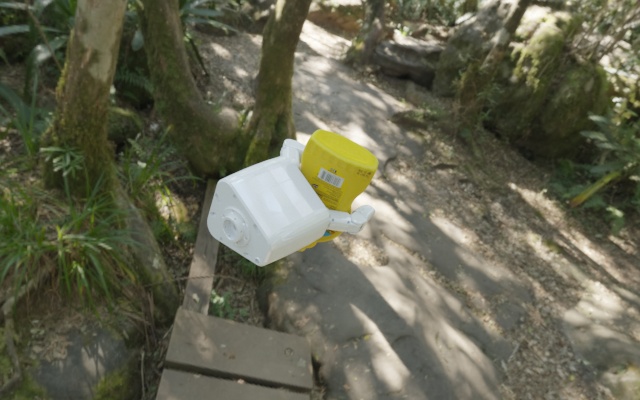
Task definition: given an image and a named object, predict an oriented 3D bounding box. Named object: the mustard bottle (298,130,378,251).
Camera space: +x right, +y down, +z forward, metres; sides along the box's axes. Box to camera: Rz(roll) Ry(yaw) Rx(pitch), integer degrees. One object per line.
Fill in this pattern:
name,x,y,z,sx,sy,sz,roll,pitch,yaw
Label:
mustard bottle,0.000,0.002,0.664,0.096,0.192,0.058,26,37,2
